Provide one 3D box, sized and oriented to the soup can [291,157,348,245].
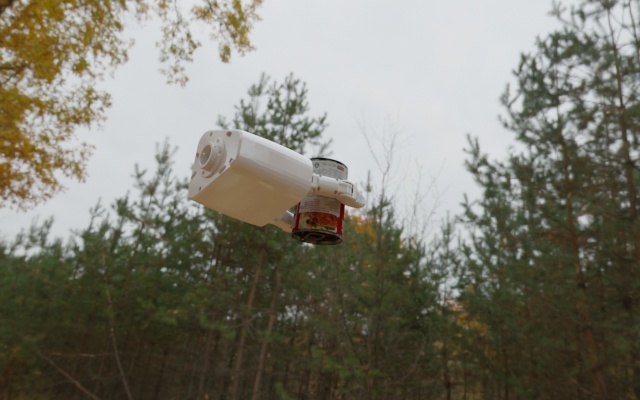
[{"bbox_3d":[0.001,0.002,0.639,0.068,0.102,0.068,6,-19,2],"label":"soup can"}]
